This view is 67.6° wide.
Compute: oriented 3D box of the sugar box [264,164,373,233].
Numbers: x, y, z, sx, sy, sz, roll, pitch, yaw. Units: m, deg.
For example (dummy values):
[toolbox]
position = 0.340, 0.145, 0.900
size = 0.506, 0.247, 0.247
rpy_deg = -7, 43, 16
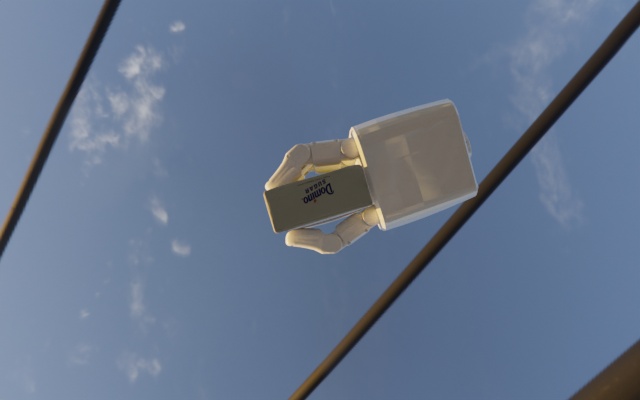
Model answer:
[sugar box]
position = 0.000, 0.001, 0.504
size = 0.093, 0.048, 0.176
rpy_deg = -16, -5, 0
